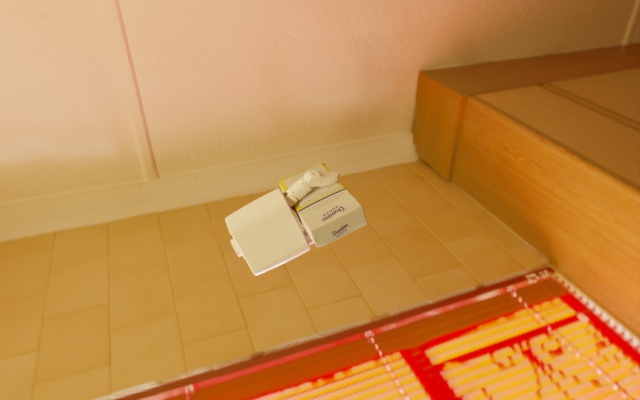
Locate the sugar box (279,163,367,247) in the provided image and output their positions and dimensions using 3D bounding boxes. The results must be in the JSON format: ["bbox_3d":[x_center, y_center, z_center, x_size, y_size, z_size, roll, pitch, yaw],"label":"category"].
[{"bbox_3d":[0.000,0.003,0.816,0.093,0.048,0.176,-25,37,-7],"label":"sugar box"}]
